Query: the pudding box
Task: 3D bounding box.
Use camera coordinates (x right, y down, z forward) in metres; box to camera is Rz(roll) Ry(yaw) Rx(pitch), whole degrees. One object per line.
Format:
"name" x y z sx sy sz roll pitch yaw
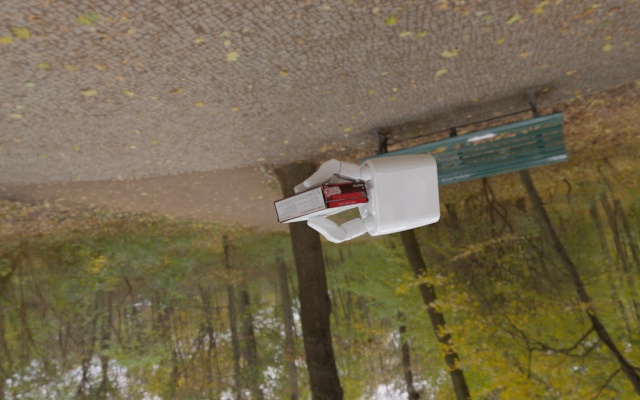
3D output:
"pudding box" 0.000 0.002 0.704 0.090 0.039 0.113 -6 -10 -44
